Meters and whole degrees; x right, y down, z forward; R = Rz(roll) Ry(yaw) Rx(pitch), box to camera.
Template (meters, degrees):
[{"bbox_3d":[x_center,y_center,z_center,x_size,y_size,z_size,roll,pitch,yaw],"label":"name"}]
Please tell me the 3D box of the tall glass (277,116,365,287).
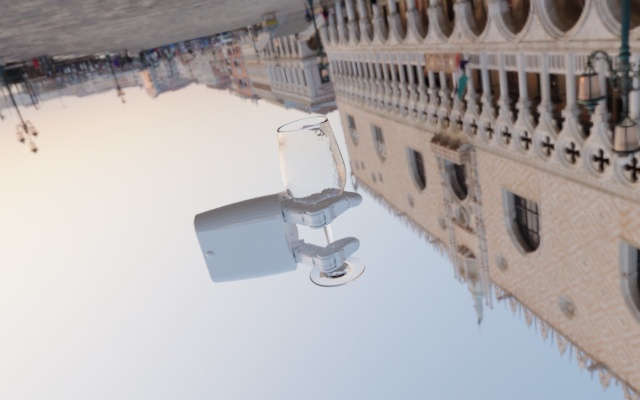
[{"bbox_3d":[0.000,0.003,0.589,0.079,0.201,0.079,-11,20,4],"label":"tall glass"}]
